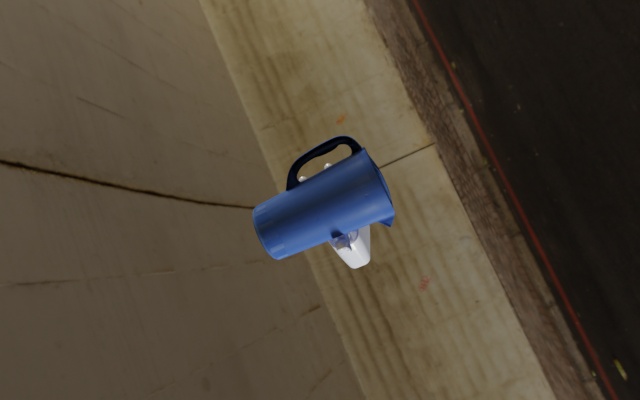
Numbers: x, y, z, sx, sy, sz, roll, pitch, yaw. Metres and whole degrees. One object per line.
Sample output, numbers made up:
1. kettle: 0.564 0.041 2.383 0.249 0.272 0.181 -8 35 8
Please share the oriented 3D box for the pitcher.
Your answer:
1. pitcher: 0.000 0.003 0.866 0.243 0.149 0.145 -25 -38 8
